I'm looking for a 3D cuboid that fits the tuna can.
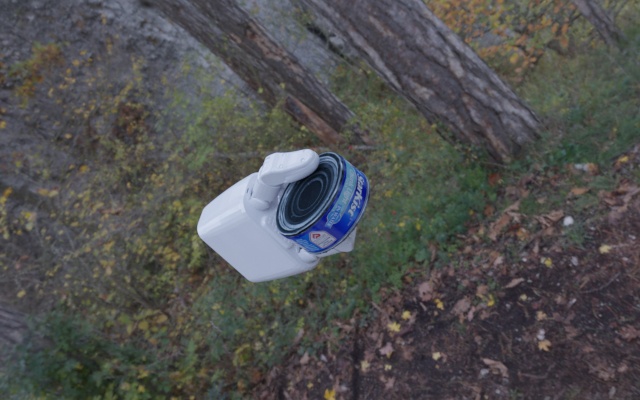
[{"bbox_3d":[0.000,0.001,0.414,0.034,0.086,0.086,35,-19,-29],"label":"tuna can"}]
